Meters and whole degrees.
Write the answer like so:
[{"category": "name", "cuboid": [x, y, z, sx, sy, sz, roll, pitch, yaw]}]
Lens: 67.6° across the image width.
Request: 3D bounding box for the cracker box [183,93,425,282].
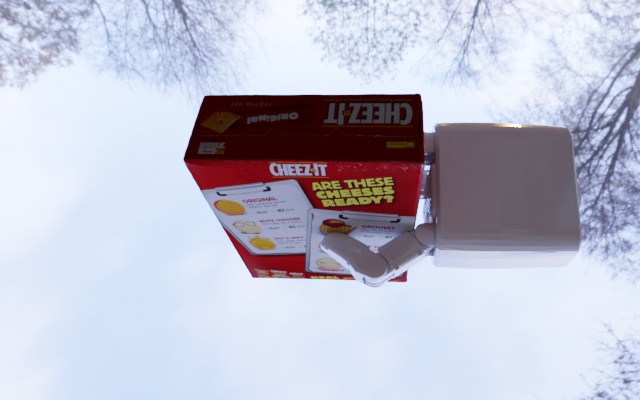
[{"category": "cracker box", "cuboid": [0.000, 0.002, 0.418, 0.164, 0.072, 0.214, 1, -31, 7]}]
